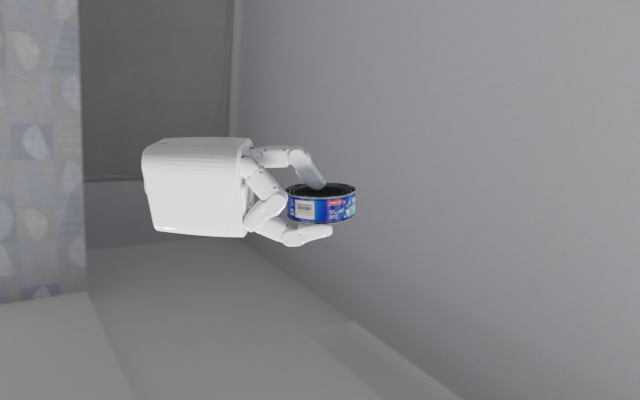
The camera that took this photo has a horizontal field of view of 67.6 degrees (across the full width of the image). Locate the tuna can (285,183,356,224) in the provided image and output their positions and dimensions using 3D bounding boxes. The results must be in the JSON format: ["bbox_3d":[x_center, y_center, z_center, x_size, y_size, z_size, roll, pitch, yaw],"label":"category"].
[{"bbox_3d":[0.000,0.002,0.583,0.086,0.034,0.086,-1,13,0],"label":"tuna can"}]
